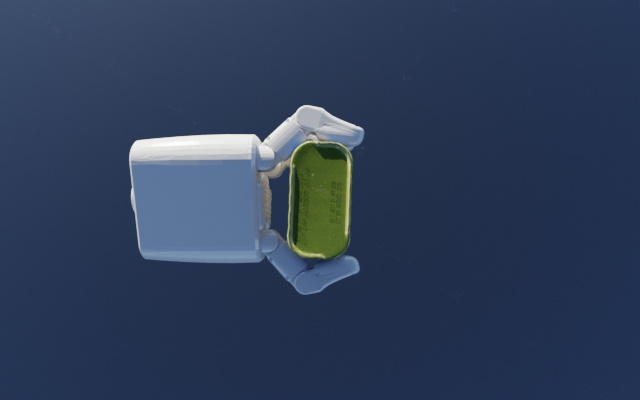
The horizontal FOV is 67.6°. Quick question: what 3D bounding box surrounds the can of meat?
[{"bbox_3d":[0.000,0.001,0.424,0.057,0.102,0.084,2,-2,1],"label":"can of meat"}]
